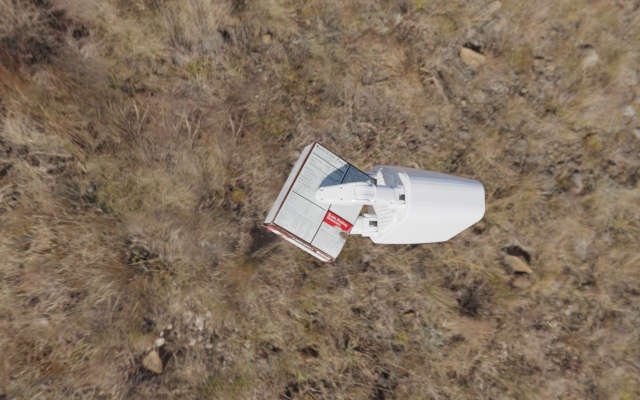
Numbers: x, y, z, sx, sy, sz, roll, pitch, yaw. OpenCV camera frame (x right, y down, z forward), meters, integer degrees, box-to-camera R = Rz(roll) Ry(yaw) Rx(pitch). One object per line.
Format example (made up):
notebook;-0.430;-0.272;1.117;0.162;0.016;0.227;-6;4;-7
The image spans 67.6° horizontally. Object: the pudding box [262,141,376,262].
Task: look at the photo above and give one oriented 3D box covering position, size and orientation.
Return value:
pudding box;0.000;0.002;0.551;0.090;0.113;0.039;32;-17;-14
